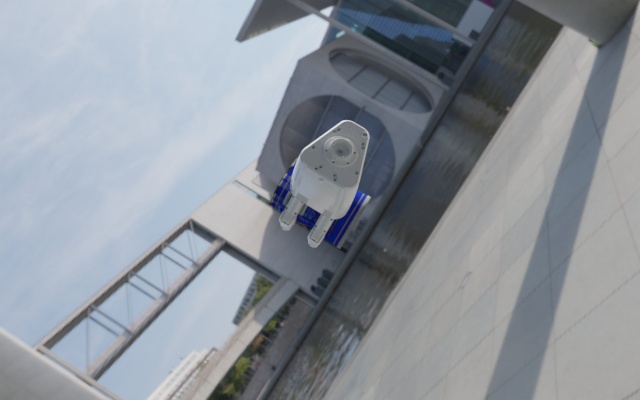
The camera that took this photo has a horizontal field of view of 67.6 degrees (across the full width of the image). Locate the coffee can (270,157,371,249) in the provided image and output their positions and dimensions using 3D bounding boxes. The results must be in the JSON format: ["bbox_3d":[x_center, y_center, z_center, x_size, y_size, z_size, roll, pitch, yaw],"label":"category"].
[{"bbox_3d":[0.000,0.003,0.816,0.140,0.103,0.103,31,3,5],"label":"coffee can"}]
